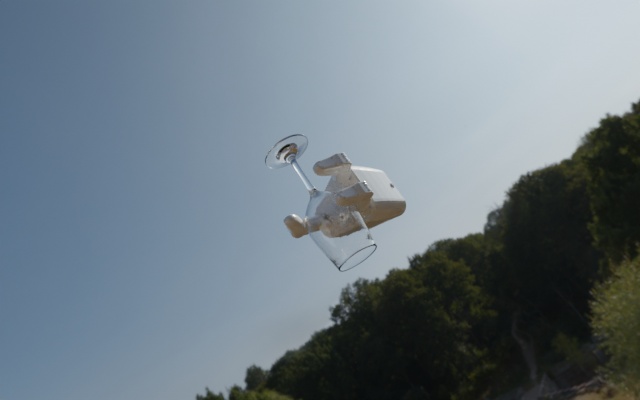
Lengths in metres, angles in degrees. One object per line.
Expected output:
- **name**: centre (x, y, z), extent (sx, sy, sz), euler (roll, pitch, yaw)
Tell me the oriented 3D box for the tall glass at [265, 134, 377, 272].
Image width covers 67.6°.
- **tall glass**: centre (0.000, 0.002, 0.685), extent (0.079, 0.201, 0.079), euler (-28, -23, -13)
